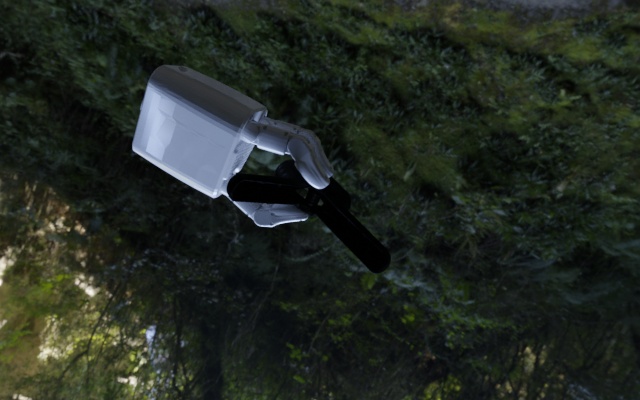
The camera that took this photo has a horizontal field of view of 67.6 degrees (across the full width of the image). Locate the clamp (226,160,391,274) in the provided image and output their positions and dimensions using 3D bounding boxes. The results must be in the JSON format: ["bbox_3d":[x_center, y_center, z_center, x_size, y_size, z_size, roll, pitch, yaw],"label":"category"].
[{"bbox_3d":[0.000,0.002,0.514,0.164,0.036,0.210,31,15,-2],"label":"clamp"}]
